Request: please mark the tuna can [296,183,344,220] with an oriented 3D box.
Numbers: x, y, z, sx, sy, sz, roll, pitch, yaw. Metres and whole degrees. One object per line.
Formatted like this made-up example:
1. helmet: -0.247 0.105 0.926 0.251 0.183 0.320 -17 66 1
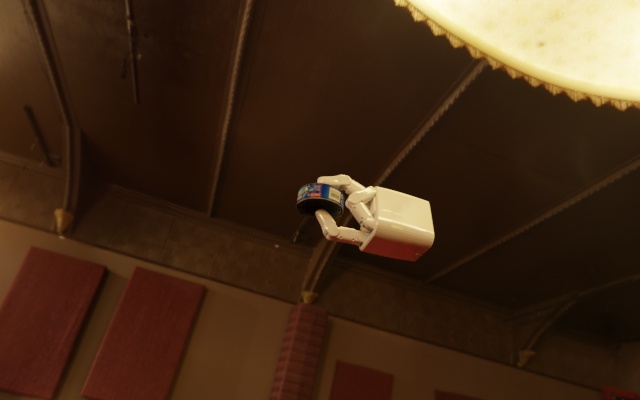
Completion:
1. tuna can: 0.000 0.002 0.865 0.086 0.033 0.086 5 -28 3
